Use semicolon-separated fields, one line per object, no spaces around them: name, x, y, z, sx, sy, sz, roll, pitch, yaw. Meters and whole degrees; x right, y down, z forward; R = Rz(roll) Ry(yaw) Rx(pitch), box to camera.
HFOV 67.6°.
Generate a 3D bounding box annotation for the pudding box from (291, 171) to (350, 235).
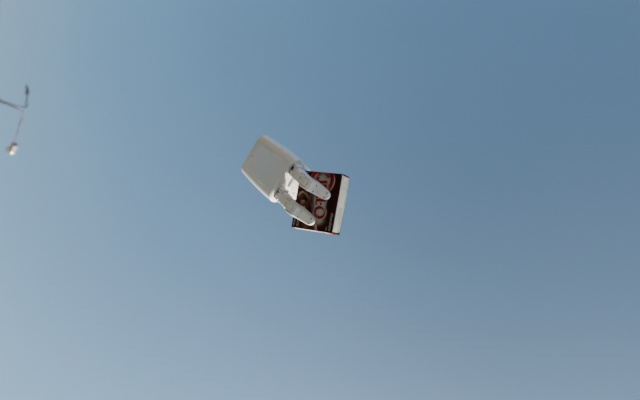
pudding box;0.000;0.003;0.890;0.090;0.113;0.039;7;-3;32
